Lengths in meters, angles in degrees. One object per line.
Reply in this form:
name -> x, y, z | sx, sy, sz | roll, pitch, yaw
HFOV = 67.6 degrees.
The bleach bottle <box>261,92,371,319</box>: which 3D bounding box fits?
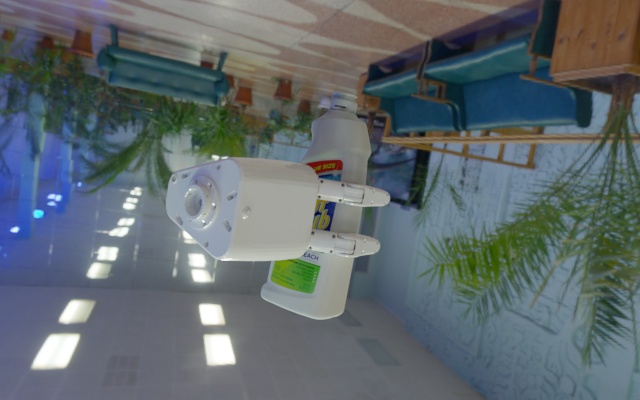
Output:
bleach bottle -> 0.000, 0.002, 0.556 | 0.102, 0.251, 0.068 | 13, 5, 35
